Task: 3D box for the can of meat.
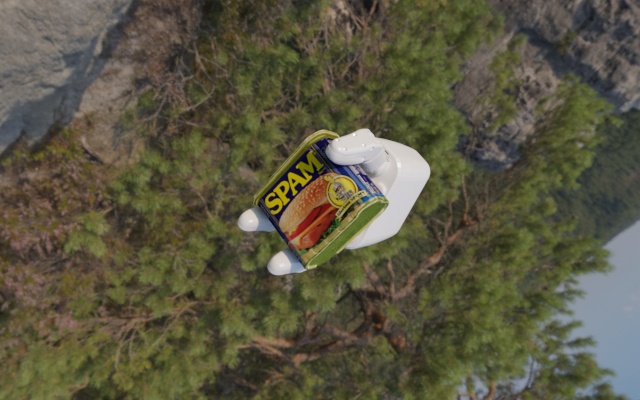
[{"bbox_3d":[0.000,0.002,0.441,0.102,0.084,0.057,-45,-20,19],"label":"can of meat"}]
